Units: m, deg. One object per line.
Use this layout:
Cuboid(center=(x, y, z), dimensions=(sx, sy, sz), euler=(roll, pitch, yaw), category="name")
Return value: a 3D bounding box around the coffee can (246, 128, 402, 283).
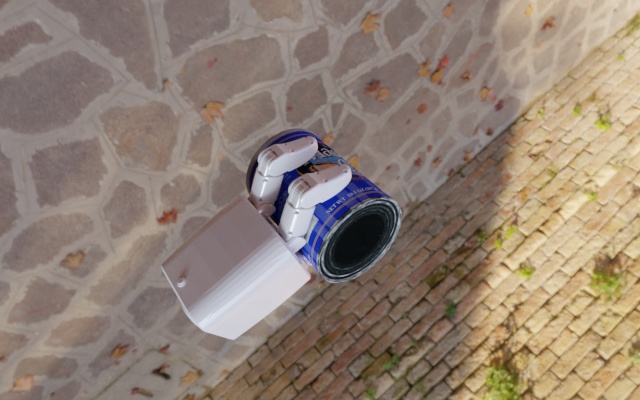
Cuboid(center=(0.000, 0.001, 0.500), dimensions=(0.103, 0.103, 0.140), euler=(0, 33, -43), category="coffee can")
